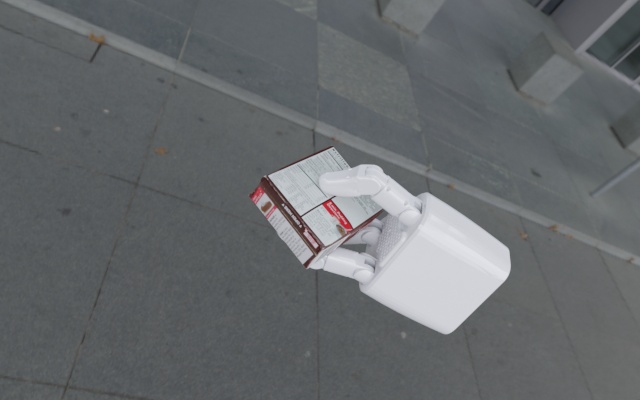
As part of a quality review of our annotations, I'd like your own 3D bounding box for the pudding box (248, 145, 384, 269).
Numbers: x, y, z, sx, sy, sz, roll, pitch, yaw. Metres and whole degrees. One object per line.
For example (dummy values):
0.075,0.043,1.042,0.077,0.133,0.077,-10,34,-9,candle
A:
0.000,0.001,0.470,0.113,0.090,0.039,-29,-15,-49,pudding box
